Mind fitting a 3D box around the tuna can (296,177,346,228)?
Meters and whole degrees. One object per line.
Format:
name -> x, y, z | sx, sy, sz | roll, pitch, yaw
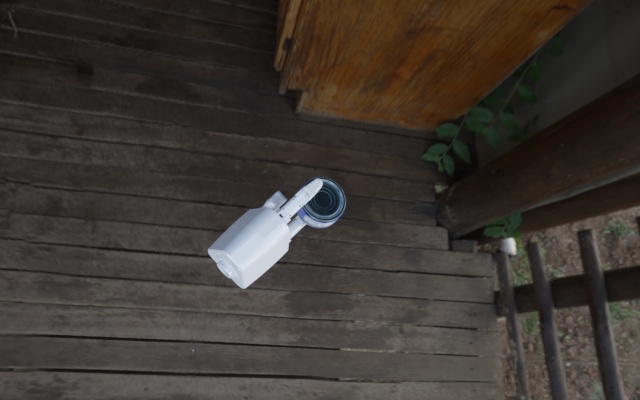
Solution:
tuna can -> 0.000, 0.002, 0.834 | 0.086, 0.086, 0.034 | 0, -20, -19
